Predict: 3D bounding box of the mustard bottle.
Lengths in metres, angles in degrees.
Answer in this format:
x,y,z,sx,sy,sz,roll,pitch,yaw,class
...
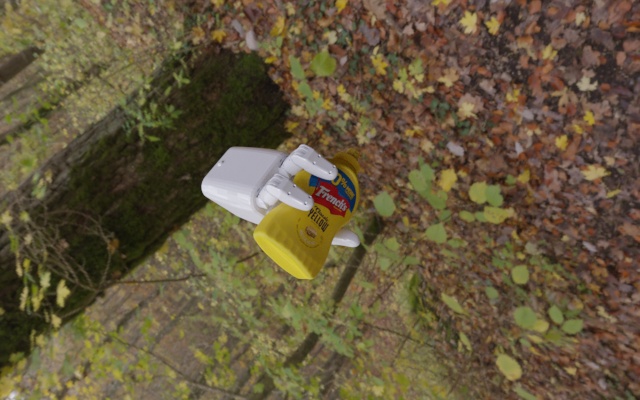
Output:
x,y,z,sx,sy,sz,roll,pitch,yaw,class
0.000,0.002,0.630,0.096,0.191,0.058,45,-29,-21,mustard bottle
